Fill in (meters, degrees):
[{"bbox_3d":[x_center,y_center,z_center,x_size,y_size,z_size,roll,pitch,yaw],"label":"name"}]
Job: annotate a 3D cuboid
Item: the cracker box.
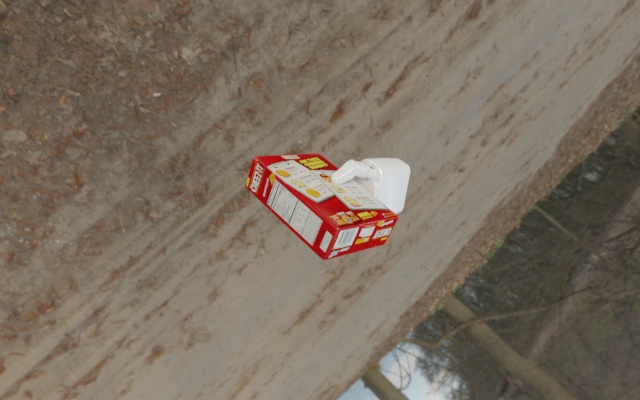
[{"bbox_3d":[0.000,0.003,0.814,0.164,0.072,0.213,-8,39,-47],"label":"cracker box"}]
